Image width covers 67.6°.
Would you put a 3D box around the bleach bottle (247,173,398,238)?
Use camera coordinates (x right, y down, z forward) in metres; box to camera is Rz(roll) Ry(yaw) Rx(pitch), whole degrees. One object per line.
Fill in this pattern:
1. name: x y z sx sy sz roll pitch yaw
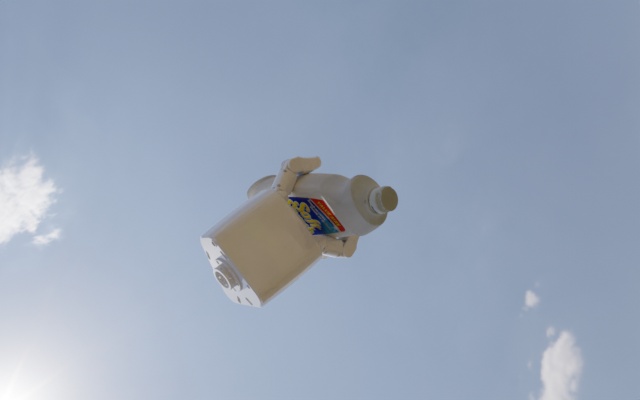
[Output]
1. bleach bottle: 0.000 0.002 0.640 0.068 0.102 0.251 -37 16 -34
